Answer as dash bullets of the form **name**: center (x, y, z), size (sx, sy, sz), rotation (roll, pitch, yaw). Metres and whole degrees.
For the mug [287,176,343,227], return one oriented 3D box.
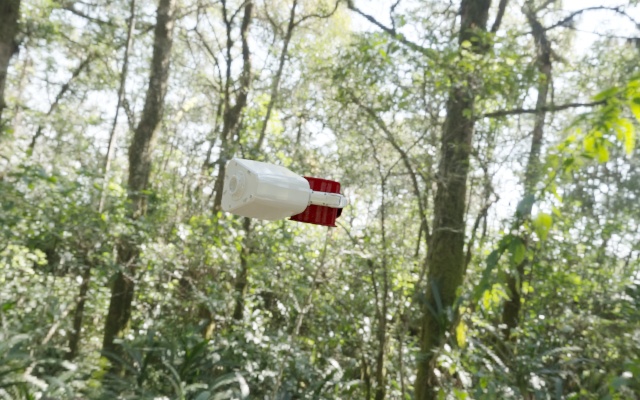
- **mug**: center (0.001, 0.003, 0.872), size (0.117, 0.081, 0.093), rotation (9, -1, -42)
